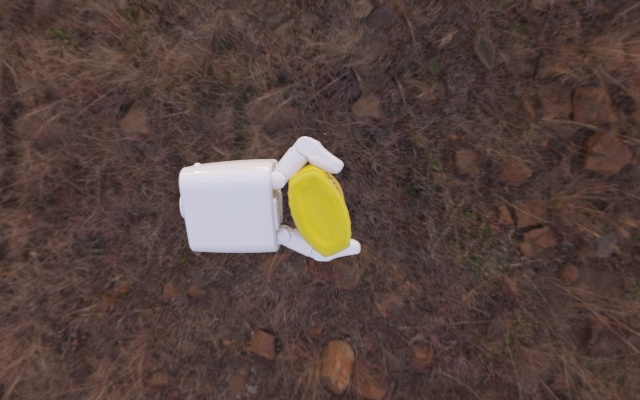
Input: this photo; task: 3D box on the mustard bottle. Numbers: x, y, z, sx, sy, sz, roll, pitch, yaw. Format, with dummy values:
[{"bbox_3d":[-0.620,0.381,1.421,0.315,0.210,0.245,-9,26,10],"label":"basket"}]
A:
[{"bbox_3d":[0.000,0.002,0.595,0.058,0.096,0.191,-26,7,4],"label":"mustard bottle"}]
